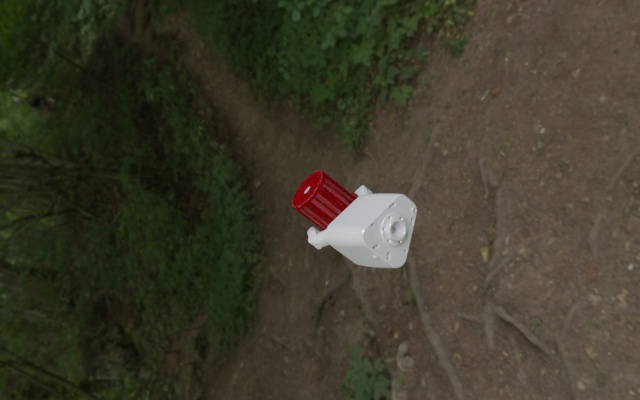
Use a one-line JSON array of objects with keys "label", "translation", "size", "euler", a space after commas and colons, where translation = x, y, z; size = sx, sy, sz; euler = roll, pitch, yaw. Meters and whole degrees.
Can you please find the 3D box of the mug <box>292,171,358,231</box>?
[{"label": "mug", "translation": [-0.001, 0.003, 0.842], "size": [0.081, 0.093, 0.117], "euler": [38, -18, -22]}]
